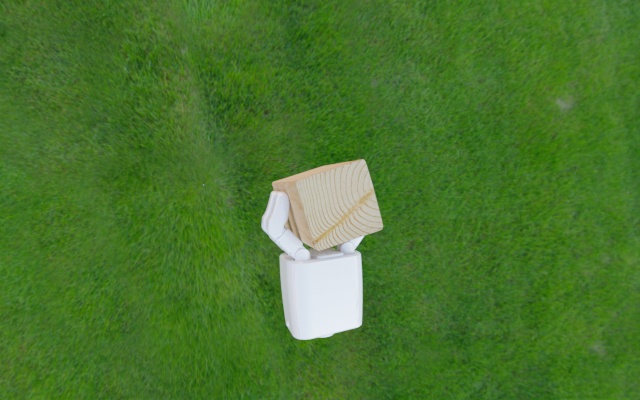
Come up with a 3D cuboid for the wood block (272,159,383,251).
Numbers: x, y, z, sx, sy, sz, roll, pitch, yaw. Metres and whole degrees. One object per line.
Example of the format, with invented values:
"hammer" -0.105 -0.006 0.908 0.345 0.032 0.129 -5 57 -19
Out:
"wood block" 0.001 0.002 0.661 0.091 0.090 0.206 -18 6 -13
